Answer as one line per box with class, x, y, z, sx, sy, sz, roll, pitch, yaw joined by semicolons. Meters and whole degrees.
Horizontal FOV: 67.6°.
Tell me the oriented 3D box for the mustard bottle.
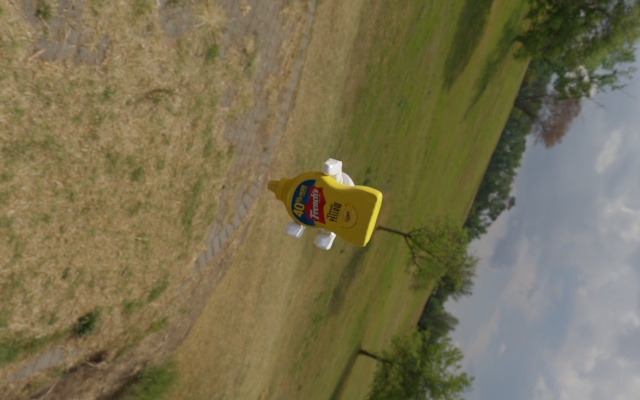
mustard bottle;0.000;0.003;0.803;0.191;0.096;0.058;19;19;13
